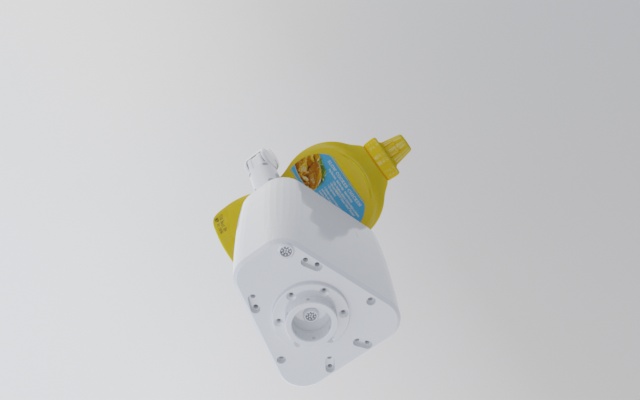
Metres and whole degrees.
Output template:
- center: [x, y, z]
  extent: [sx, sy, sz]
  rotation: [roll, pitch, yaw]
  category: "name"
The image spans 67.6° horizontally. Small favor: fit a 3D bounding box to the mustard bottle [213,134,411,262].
- center: [0.000, 0.002, 0.446]
  extent: [0.191, 0.096, 0.058]
  rotation: [-35, -5, 10]
  category: "mustard bottle"
